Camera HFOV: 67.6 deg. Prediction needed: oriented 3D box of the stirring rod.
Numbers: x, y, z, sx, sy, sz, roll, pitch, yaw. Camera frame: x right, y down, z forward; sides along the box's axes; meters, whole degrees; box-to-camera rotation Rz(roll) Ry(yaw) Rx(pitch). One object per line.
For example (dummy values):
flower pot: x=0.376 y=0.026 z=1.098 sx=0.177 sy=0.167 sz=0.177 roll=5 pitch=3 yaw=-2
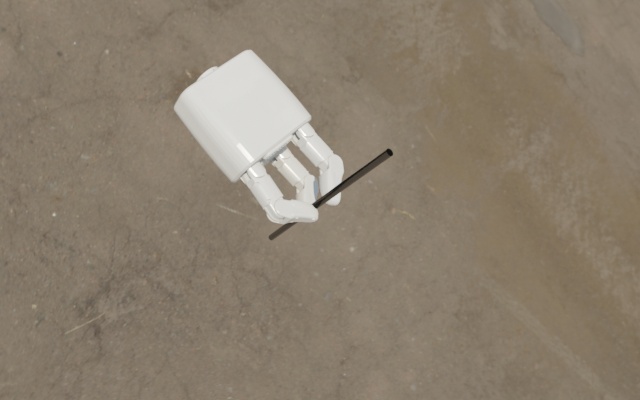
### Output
stirring rod: x=0.000 y=0.002 z=0.537 sx=0.011 sy=0.011 sz=0.240 roll=0 pitch=-23 yaw=-36
